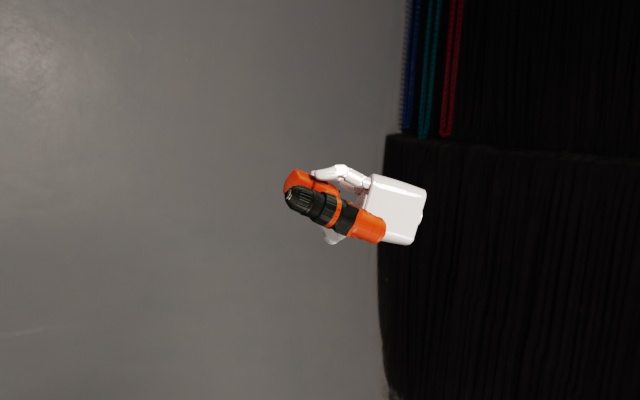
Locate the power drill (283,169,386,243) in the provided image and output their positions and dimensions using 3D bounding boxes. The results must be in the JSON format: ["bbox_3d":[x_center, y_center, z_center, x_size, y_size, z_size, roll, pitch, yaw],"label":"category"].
[{"bbox_3d":[0.000,0.003,0.806,0.184,0.057,0.187,25,8,-27],"label":"power drill"}]
